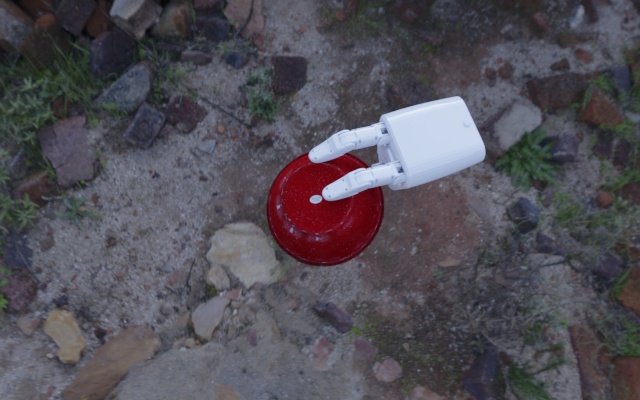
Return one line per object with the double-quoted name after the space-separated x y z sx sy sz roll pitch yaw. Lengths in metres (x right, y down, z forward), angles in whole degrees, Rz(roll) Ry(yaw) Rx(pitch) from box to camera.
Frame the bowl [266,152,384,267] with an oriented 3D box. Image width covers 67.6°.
-0.001 0.003 0.616 0.162 0.162 0.055 0 -13 11 "bowl"
